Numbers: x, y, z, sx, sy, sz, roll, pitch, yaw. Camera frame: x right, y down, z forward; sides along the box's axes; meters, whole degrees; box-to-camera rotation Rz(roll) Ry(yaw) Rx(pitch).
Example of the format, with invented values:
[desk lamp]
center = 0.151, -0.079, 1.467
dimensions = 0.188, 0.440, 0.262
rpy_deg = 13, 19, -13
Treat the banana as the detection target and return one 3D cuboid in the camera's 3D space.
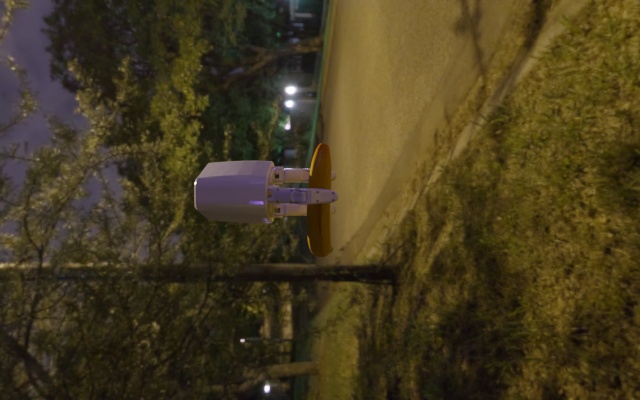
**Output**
[banana]
center = -0.001, 0.014, 0.729
dimensions = 0.037, 0.198, 0.069
rpy_deg = 2, 29, 5
